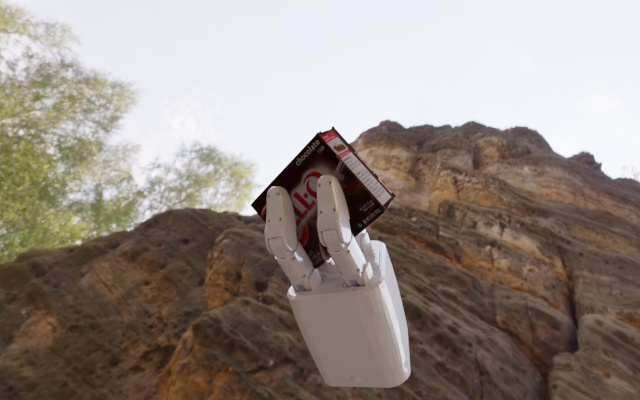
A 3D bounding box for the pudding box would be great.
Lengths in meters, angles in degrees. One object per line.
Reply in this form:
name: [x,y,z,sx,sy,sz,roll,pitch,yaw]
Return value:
pudding box: [0.000,0.001,0.445,0.113,0.090,0.039,-43,-3,32]
